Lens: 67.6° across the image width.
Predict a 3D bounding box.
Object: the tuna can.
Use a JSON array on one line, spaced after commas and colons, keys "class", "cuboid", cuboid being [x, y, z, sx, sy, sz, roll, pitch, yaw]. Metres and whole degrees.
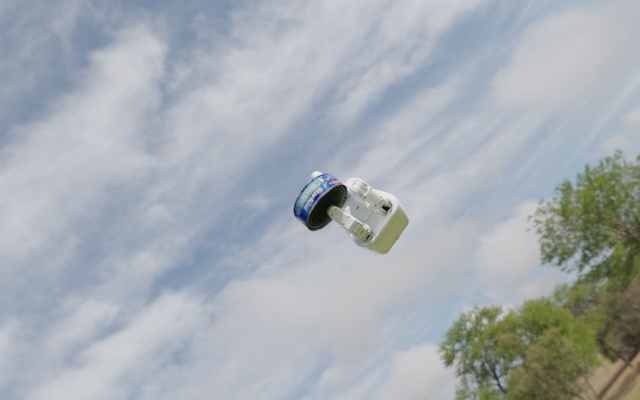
[{"class": "tuna can", "cuboid": [0.000, 0.002, 0.715, 0.033, 0.086, 0.086, 39, 19, 25]}]
